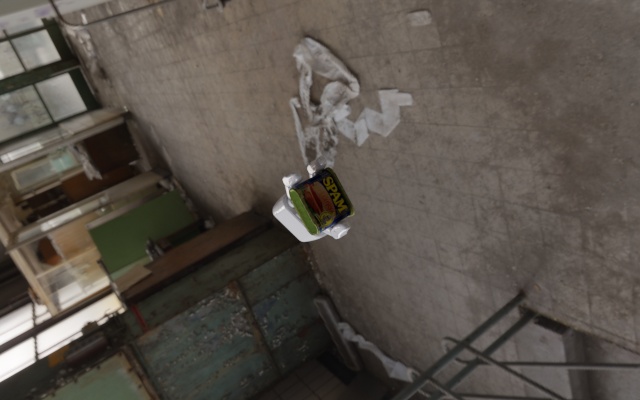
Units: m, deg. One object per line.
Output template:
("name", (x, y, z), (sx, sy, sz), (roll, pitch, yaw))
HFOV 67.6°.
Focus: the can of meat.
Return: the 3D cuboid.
("can of meat", (0.000, 0.003, 0.881), (0.084, 0.102, 0.057), (-29, 3, -22))
